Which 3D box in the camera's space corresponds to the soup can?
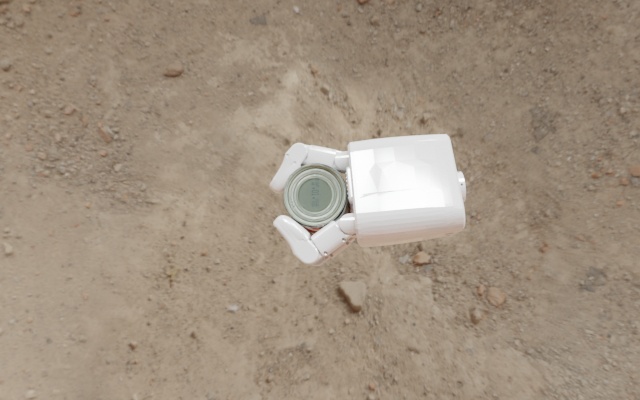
[{"bbox_3d":[0.000,0.002,0.529,0.068,0.068,0.102,0,-8,7],"label":"soup can"}]
